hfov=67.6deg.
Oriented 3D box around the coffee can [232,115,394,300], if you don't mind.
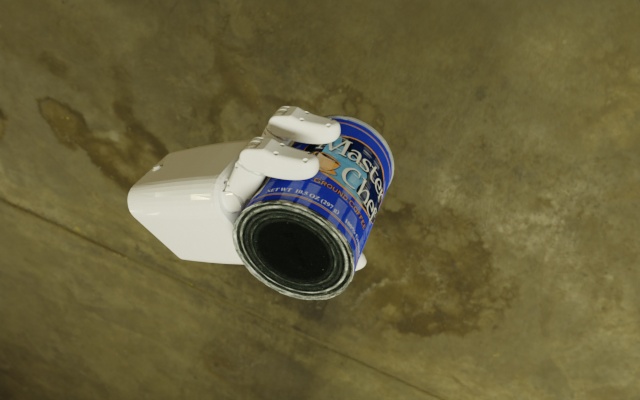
[{"bbox_3d":[0.000,0.001,0.423,0.103,0.103,0.140,0,36,24],"label":"coffee can"}]
